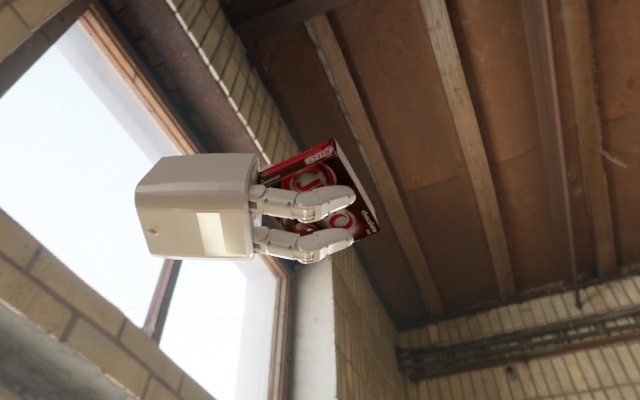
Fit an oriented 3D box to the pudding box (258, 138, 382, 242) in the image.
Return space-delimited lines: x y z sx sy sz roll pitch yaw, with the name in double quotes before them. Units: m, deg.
"pudding box" 0.000 0.002 0.497 0.090 0.113 0.039 -23 37 16
